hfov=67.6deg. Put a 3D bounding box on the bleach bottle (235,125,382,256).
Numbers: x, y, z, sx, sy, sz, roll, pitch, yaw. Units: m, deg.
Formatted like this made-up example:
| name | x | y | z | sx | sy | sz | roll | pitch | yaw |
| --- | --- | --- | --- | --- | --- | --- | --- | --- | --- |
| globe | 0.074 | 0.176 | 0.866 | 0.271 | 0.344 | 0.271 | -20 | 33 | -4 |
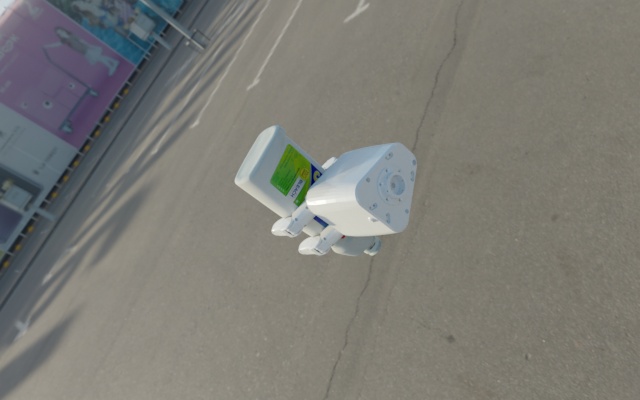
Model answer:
| name | x | y | z | sx | sy | sz | roll | pitch | yaw |
| --- | --- | --- | --- | --- | --- | --- | --- | --- | --- |
| bleach bottle | 0.000 | 0.002 | 0.714 | 0.251 | 0.102 | 0.068 | 36 | -22 | -26 |
